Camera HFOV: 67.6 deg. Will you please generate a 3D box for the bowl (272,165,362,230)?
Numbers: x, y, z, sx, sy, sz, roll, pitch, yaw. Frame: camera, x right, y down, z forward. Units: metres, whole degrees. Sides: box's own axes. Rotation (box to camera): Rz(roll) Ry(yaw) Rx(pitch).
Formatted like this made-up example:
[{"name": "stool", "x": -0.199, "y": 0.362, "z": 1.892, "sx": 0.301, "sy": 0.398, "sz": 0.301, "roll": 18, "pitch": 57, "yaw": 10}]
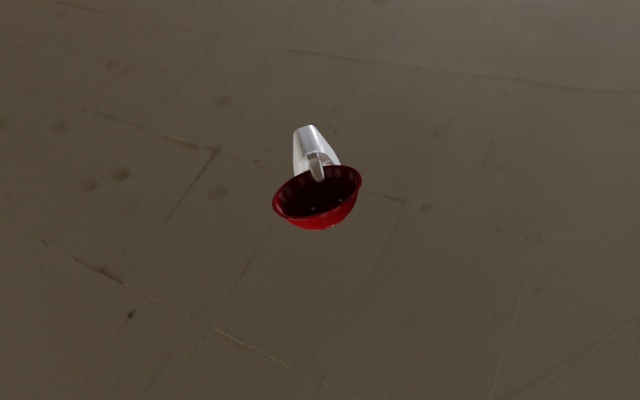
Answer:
[{"name": "bowl", "x": 0.000, "y": 0.004, "z": 0.832, "sx": 0.162, "sy": 0.055, "sz": 0.162, "roll": -14, "pitch": 31, "yaw": 9}]
